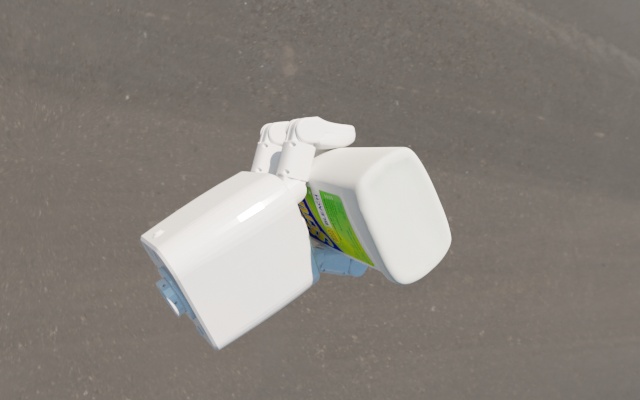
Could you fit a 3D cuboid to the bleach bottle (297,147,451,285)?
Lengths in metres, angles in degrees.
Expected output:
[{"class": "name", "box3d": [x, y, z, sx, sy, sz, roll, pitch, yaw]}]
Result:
[{"class": "bleach bottle", "box3d": [0.000, 0.001, 0.450, 0.068, 0.102, 0.251, -35, 20, -24]}]
